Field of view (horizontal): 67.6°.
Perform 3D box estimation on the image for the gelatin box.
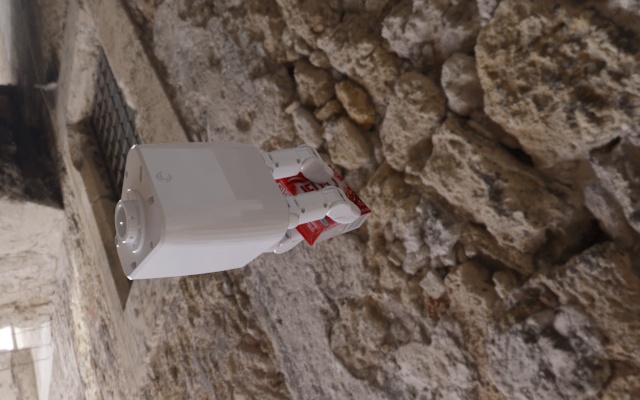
[{"bbox_3d":[0.000,0.002,0.491,0.089,0.073,0.030,-15,-32,-50],"label":"gelatin box"}]
